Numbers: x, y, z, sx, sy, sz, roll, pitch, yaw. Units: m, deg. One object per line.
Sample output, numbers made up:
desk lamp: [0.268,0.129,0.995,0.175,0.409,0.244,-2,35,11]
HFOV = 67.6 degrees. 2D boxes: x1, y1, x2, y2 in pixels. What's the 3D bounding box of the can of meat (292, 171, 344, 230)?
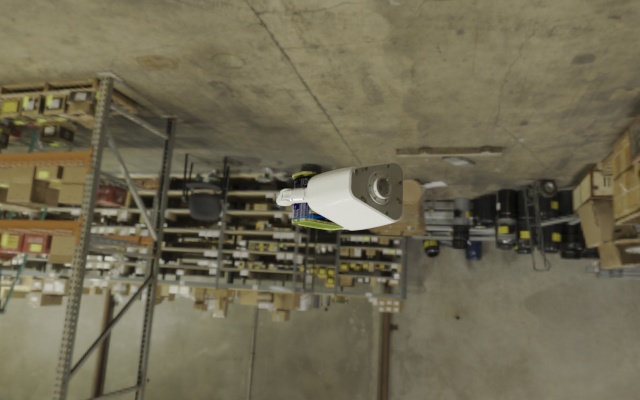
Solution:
can of meat: [0.000,0.003,0.818,0.102,0.084,0.057,11,-14,-37]
